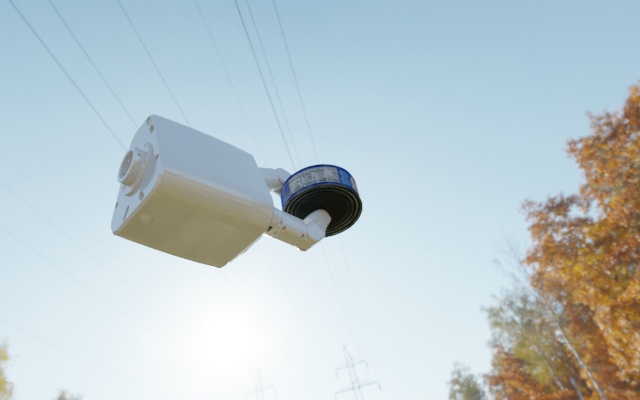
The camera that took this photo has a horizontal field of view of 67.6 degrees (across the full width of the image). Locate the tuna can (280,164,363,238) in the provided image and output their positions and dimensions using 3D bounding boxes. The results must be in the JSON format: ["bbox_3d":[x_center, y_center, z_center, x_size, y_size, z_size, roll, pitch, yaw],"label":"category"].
[{"bbox_3d":[0.000,0.001,0.512,0.086,0.033,0.086,-7,-41,-6],"label":"tuna can"}]
